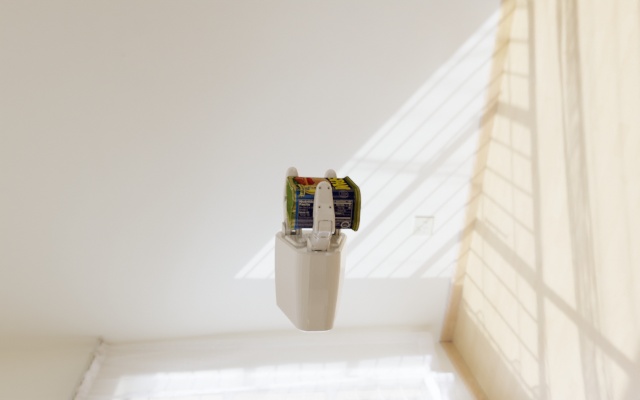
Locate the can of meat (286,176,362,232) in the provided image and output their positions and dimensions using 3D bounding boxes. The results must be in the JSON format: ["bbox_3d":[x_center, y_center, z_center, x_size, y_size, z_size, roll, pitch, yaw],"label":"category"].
[{"bbox_3d":[0.000,0.002,0.611,0.084,0.057,0.102,1,15,-8],"label":"can of meat"}]
